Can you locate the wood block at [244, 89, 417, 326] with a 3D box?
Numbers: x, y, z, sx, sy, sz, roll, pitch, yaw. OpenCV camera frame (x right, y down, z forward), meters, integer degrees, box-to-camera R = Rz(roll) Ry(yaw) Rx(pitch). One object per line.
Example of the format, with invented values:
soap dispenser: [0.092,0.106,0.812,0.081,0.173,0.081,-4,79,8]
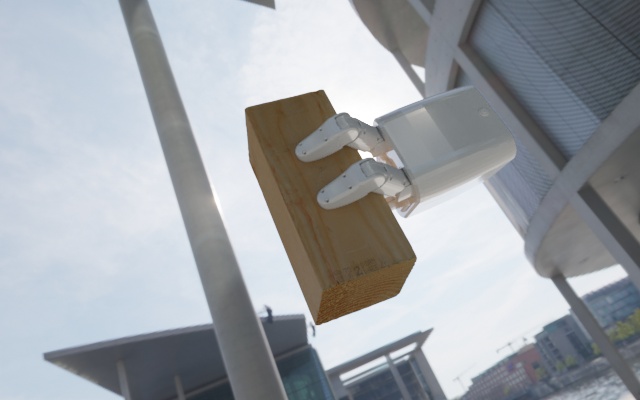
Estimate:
wood block: [0.000,0.001,0.470,0.090,0.206,0.091,-17,-30,-14]
